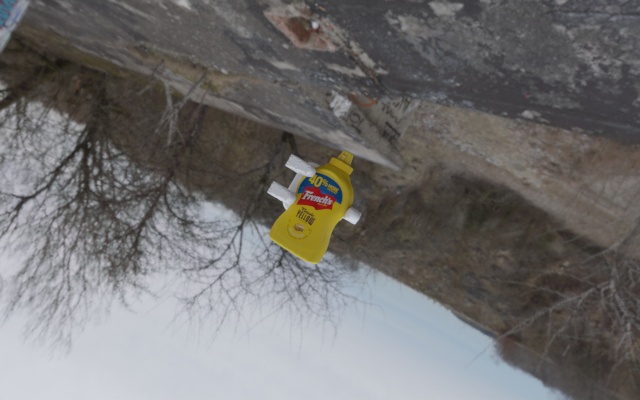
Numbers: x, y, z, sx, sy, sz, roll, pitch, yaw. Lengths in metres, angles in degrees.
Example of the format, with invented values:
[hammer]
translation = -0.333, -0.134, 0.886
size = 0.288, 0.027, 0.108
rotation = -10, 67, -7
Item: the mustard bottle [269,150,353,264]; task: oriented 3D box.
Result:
[mustard bottle]
translation = 0.000, 0.003, 0.798
size = 0.096, 0.191, 0.058
rotation = 30, -1, 22
